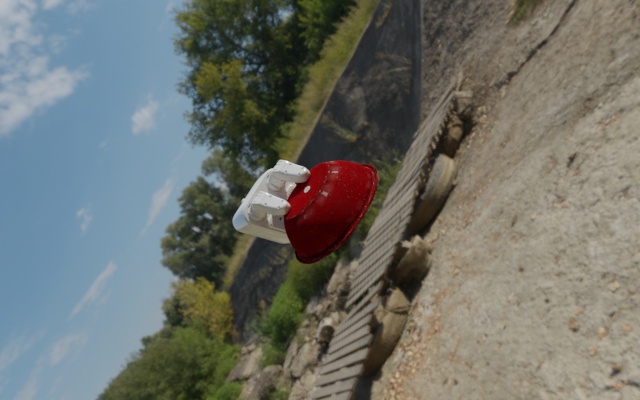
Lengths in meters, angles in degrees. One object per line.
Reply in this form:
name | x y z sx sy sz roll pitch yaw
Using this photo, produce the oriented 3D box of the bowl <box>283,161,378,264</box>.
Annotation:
bowl | 0.001 0.001 0.632 0.055 0.162 0.162 38 -16 -21
